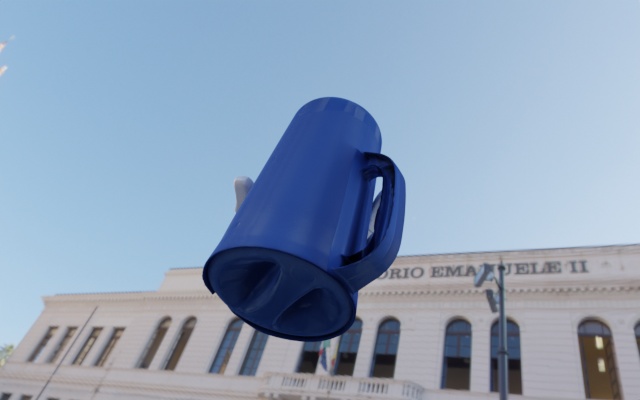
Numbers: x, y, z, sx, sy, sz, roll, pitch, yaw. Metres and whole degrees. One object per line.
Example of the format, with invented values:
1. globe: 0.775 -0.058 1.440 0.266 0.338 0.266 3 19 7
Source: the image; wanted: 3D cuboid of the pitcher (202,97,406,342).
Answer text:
1. pitcher: 0.000 0.002 0.471 0.149 0.242 0.145 16 -43 3
